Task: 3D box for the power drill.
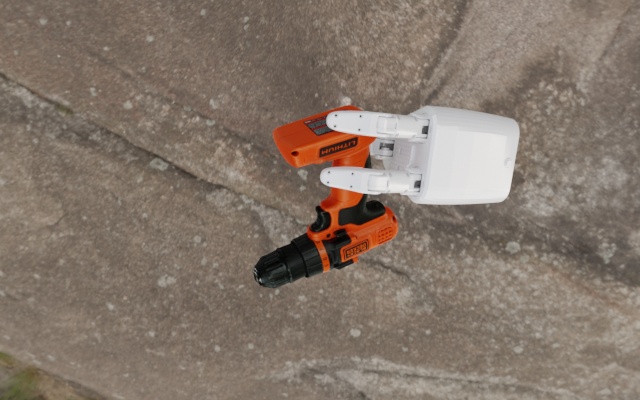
[{"bbox_3d":[0.000,0.001,0.526,0.184,0.188,0.057,-23,41,-19],"label":"power drill"}]
